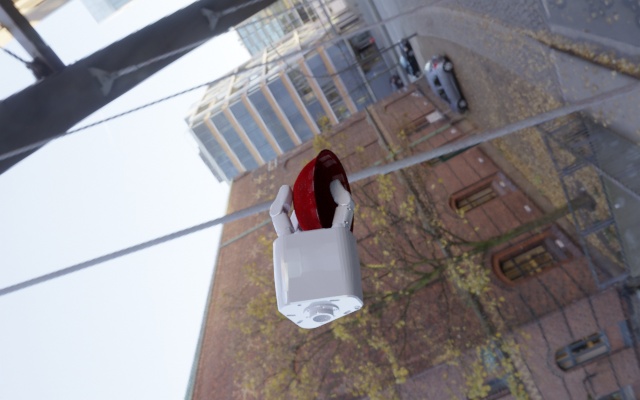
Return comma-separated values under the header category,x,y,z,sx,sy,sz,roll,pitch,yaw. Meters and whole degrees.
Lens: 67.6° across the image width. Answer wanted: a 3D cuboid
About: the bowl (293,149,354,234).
category,x,y,z,sx,sy,sz,roll,pitch,yaw
bowl,0.000,0.002,0.760,0.055,0.162,0.162,-9,-4,23
